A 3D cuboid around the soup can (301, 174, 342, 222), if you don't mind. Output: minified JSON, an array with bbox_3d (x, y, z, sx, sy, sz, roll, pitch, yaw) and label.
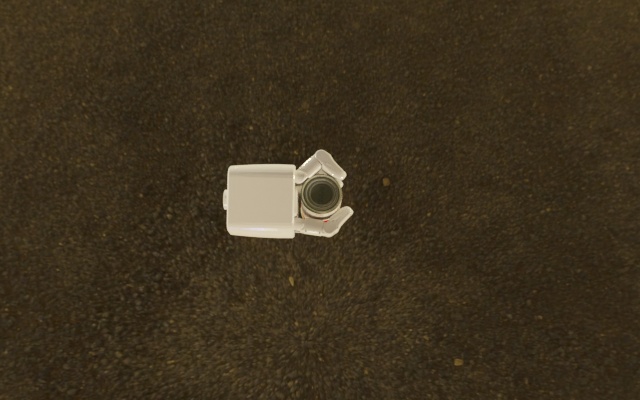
[{"bbox_3d":[0.001,0.003,0.796,0.068,0.068,0.102,0,-16,-2],"label":"soup can"}]
